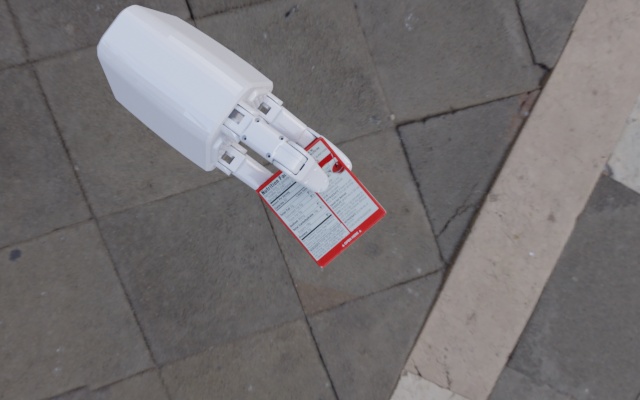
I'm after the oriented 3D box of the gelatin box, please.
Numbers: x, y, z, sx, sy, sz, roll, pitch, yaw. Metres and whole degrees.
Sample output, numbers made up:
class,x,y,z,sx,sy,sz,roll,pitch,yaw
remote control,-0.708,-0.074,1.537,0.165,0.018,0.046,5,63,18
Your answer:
class,x,y,z,sx,sy,sz,roll,pitch,yaw
gelatin box,0.000,0.002,0.412,0.073,0.089,0.030,-41,-1,-1
